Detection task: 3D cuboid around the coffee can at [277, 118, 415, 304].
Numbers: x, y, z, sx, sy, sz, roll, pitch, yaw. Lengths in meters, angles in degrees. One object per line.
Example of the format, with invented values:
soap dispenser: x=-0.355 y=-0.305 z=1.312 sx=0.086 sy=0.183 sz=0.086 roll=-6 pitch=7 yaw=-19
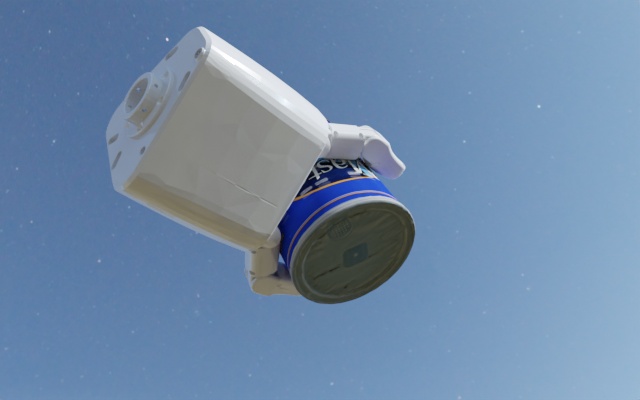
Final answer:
coffee can: x=0.000 y=0.001 z=0.406 sx=0.103 sy=0.103 sz=0.140 roll=0 pitch=36 yaw=-29
